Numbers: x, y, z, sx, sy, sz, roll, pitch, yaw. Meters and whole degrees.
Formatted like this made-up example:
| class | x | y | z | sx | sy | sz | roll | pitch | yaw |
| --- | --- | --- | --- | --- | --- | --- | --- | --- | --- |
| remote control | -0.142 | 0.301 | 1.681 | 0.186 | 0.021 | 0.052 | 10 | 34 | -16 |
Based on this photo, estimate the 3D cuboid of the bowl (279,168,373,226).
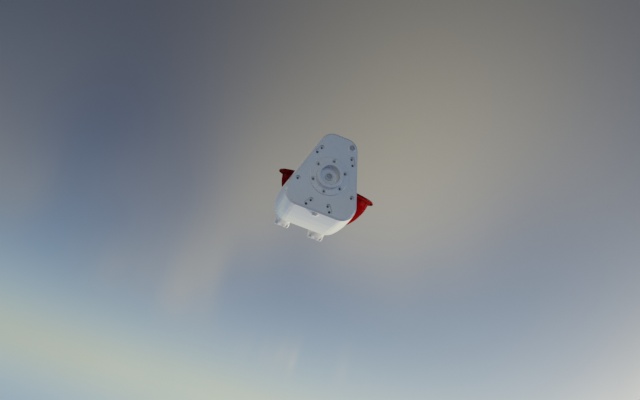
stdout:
| class | x | y | z | sx | sy | sz | roll | pitch | yaw |
| --- | --- | --- | --- | --- | --- | --- | --- | --- | --- |
| bowl | 0.000 | 0.003 | 0.773 | 0.162 | 0.055 | 0.162 | 20 | -4 | 1 |
